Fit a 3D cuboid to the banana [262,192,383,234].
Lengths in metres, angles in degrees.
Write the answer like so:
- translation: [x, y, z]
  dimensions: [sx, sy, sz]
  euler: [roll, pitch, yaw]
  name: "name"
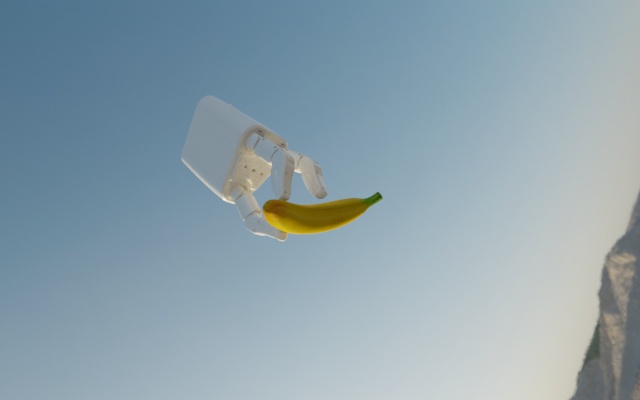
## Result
- translation: [-0.006, 0.014, 0.604]
  dimensions: [0.198, 0.037, 0.070]
  euler: [-8, -38, -45]
  name: "banana"
